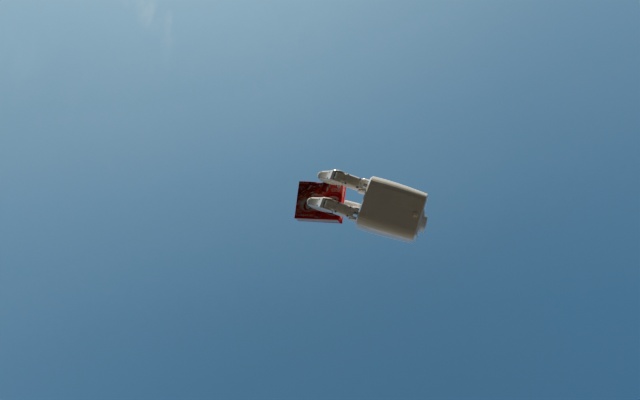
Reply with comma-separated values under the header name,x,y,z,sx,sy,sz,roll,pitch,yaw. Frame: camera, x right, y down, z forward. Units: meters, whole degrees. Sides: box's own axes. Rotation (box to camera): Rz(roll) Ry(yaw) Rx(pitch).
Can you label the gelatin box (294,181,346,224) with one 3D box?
name,x,y,z,sx,sy,sz,roll,pitch,yaw
gelatin box,0.000,0.003,0.892,0.089,0.073,0.030,3,-15,16
